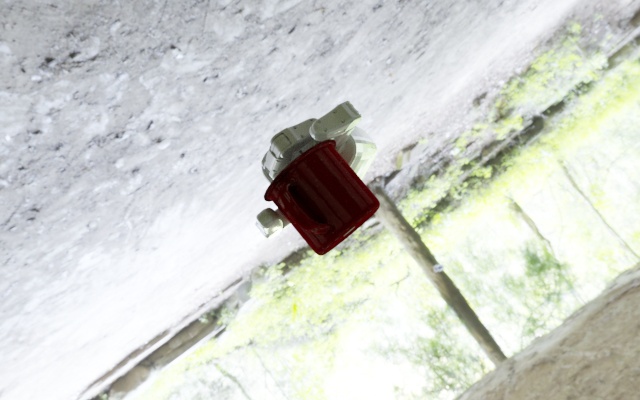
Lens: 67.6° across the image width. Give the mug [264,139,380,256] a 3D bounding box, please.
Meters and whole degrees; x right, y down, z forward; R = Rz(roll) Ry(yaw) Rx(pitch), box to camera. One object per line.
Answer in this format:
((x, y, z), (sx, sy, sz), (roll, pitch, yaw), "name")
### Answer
((0.000, 0.002, 0.463), (0.093, 0.081, 0.117), (-43, -10, 21), "mug")
